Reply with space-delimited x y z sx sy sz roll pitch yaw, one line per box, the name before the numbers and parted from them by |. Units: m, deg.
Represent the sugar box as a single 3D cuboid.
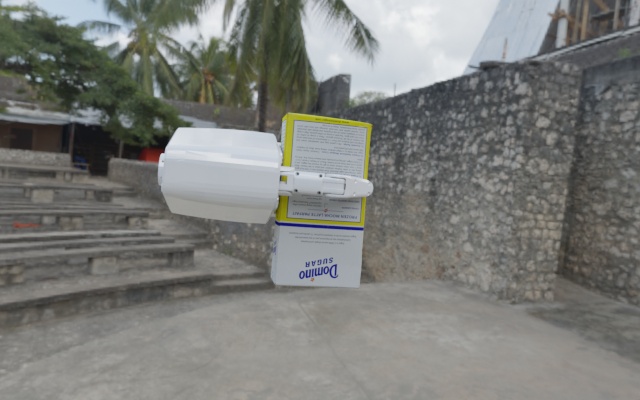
sugar box | 0.000 0.002 0.508 0.093 0.176 0.048 5 3 -12
